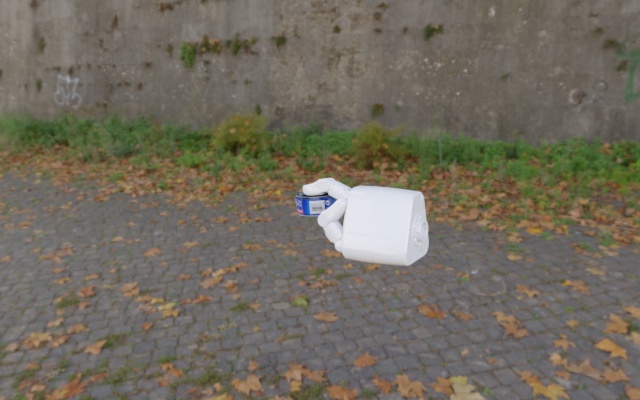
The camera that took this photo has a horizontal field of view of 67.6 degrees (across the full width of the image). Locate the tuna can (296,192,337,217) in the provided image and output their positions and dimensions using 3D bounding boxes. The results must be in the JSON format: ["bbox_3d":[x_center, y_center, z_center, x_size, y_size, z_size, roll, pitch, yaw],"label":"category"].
[{"bbox_3d":[0.000,0.002,0.825,0.086,0.034,0.086,-5,10,1],"label":"tuna can"}]
